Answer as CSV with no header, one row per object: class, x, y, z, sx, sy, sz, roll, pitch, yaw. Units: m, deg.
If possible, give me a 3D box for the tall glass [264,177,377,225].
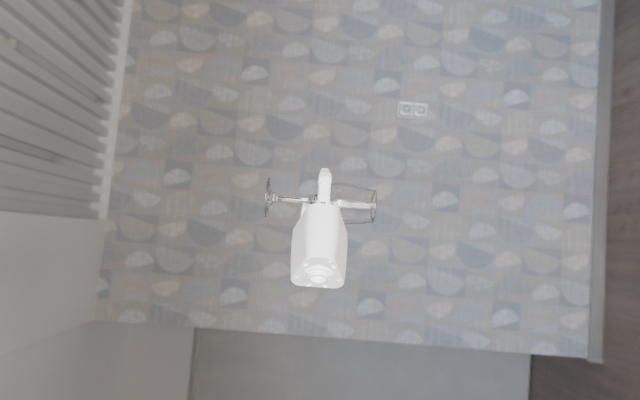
tall glass,-0.001,0.003,0.882,0.201,0.079,0.079,5,0,-2
